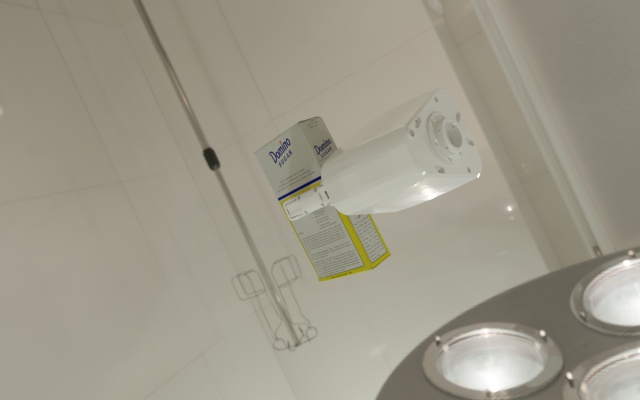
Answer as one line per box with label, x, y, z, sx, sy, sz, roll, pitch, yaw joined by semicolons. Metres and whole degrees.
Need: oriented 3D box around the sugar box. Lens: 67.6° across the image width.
sugar box;0.001;0.002;0.549;0.048;0.176;0.093;-25;1;-44
